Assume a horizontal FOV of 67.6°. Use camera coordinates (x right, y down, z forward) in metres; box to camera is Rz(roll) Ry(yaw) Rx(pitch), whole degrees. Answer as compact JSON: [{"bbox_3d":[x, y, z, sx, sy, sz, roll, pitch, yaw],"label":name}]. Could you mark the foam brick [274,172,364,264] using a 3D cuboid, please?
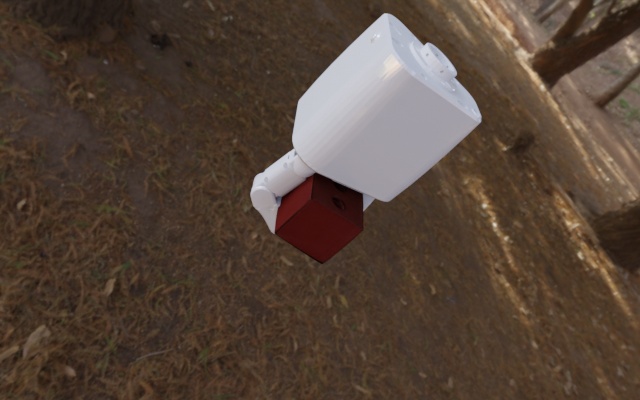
[{"bbox_3d":[0.000,0.002,0.402,0.053,0.078,0.051,34,-56,-23],"label":"foam brick"}]
